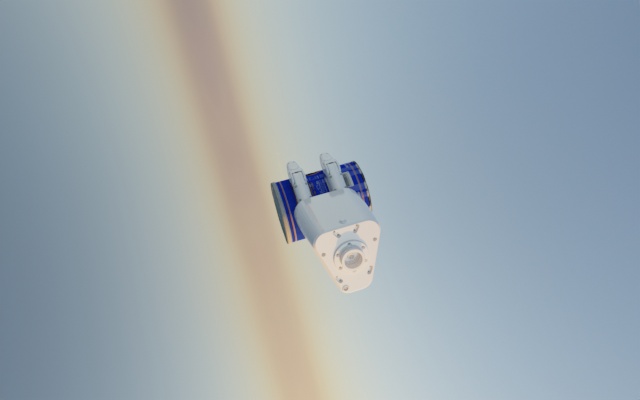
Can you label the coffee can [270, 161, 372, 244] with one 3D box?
[{"bbox_3d":[0.000,0.003,0.773,0.140,0.103,0.103,-16,2,-9],"label":"coffee can"}]
